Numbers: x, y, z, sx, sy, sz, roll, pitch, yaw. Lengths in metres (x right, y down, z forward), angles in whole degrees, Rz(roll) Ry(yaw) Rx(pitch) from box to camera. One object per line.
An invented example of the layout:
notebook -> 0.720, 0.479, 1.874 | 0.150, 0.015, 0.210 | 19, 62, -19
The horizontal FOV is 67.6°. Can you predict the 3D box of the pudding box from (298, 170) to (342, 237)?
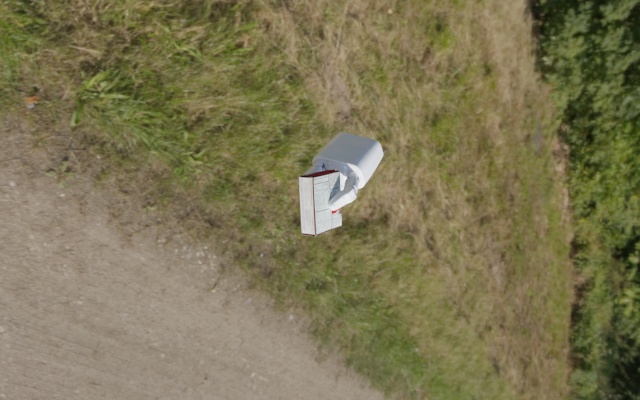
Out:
pudding box -> 0.000, 0.003, 0.895 | 0.039, 0.113, 0.090 | 3, 11, 37
